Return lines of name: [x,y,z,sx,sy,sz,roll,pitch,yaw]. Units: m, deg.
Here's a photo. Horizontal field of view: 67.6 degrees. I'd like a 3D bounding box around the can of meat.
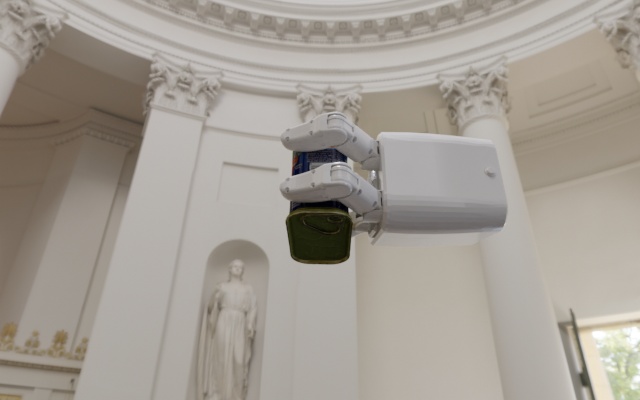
can of meat: [0.000,0.001,0.452,0.057,0.084,0.102,0,-32,1]
